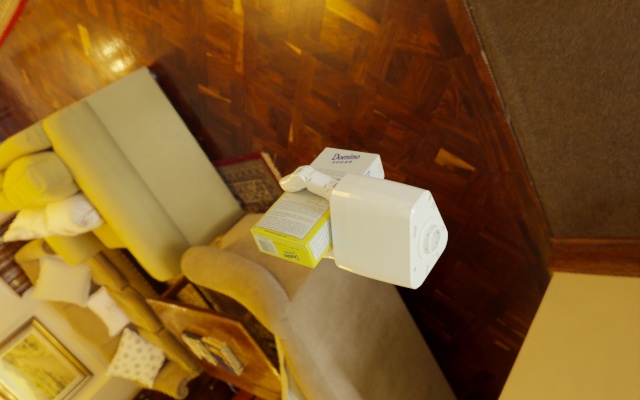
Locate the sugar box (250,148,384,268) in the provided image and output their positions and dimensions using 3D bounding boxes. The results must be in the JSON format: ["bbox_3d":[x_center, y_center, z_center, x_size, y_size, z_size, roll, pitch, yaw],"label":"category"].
[{"bbox_3d":[0.000,0.003,0.617,0.093,0.048,0.176,13,46,37],"label":"sugar box"}]
